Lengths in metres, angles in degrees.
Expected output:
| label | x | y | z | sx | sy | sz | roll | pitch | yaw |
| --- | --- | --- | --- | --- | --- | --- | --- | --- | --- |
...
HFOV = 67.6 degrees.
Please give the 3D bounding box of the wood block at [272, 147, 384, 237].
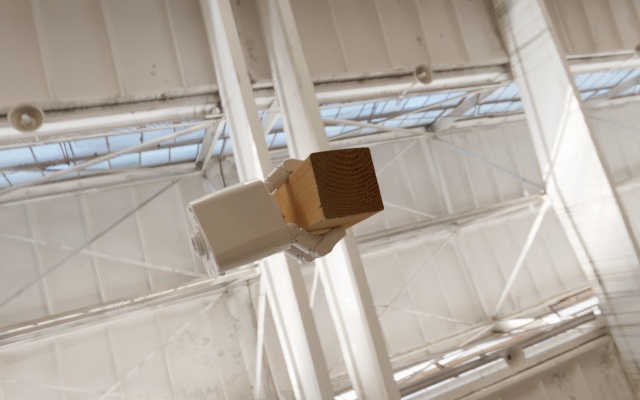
| label | x | y | z | sx | sy | sz | roll | pitch | yaw |
| --- | --- | --- | --- | --- | --- | --- | --- | --- | --- |
| wood block | 0.000 | 0.002 | 0.704 | 0.090 | 0.091 | 0.206 | -9 | -11 | -23 |
